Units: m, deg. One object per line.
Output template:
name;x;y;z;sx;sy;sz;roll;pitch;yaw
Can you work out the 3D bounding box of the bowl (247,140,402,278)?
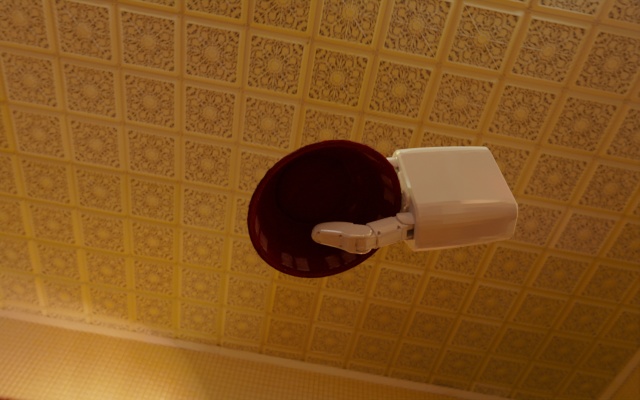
bowl;-0.001;0.001;0.499;0.162;0.162;0.055;0;30;-19
